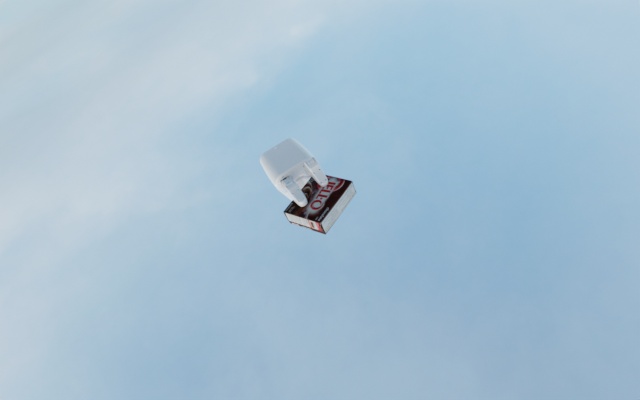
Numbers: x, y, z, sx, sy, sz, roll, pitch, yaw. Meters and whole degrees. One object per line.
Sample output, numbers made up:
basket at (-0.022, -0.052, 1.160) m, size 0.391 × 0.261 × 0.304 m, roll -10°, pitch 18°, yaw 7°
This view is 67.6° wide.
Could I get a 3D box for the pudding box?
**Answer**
pudding box at (0.000, 0.003, 0.892) m, size 0.090 × 0.113 × 0.039 m, roll 14°, pitch -33°, yaw 37°
